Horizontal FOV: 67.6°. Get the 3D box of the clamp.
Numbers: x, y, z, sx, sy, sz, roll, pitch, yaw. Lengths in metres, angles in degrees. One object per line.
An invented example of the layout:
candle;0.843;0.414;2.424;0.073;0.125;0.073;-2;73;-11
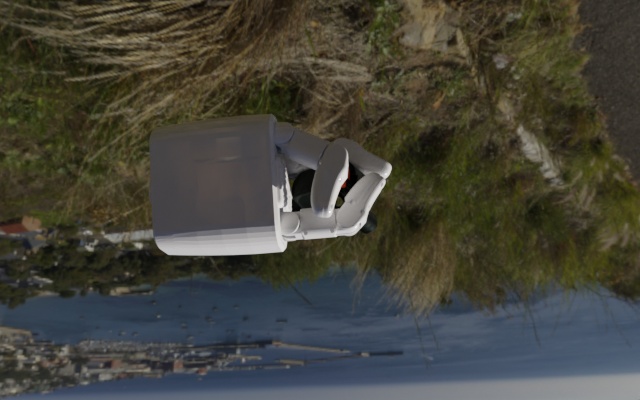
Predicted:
clamp;0.000;0.002;0.488;0.120;0.039;0.171;-4;-21;3
